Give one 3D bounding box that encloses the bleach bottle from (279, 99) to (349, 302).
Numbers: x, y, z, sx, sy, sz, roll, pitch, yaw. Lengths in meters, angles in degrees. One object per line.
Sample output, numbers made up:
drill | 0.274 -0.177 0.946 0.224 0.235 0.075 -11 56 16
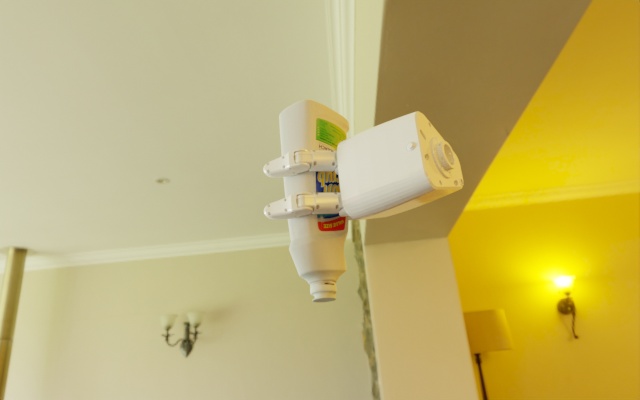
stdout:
bleach bottle | 0.000 0.002 0.606 0.068 0.250 0.102 -21 -27 35
